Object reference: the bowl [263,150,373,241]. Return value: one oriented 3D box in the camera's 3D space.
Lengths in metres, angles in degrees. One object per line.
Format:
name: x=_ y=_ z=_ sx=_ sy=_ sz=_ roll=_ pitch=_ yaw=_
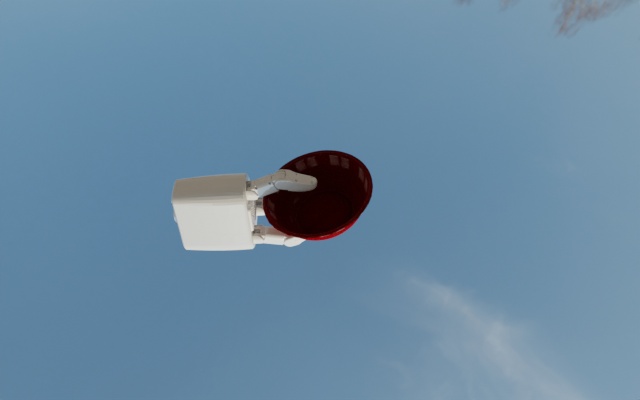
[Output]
bowl: x=0.001 y=0.003 z=0.698 sx=0.162 sy=0.162 sz=0.055 roll=0 pitch=-38 yaw=17
